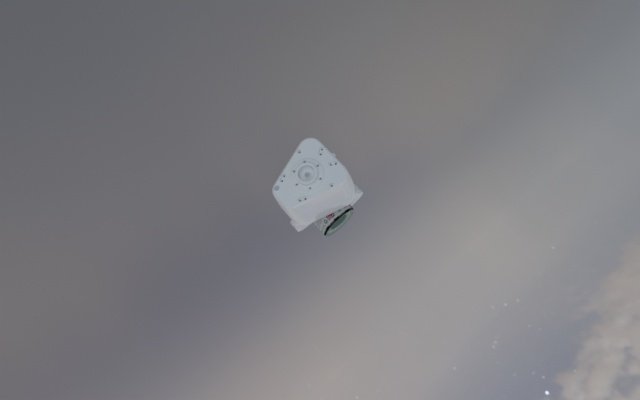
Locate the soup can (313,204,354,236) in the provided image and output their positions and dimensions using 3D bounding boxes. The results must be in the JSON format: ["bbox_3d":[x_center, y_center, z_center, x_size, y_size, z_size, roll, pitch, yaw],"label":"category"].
[{"bbox_3d":[0.000,0.003,0.817,0.068,0.102,0.068,-39,-16,-14],"label":"soup can"}]
